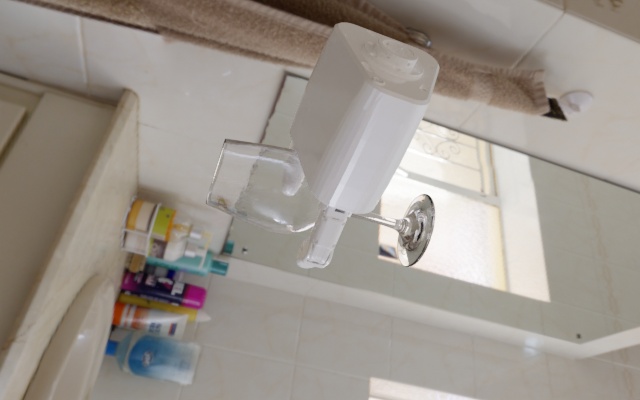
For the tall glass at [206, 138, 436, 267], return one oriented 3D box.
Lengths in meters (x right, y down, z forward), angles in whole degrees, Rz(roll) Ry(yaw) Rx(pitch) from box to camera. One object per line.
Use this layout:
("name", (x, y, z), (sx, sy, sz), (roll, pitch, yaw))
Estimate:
("tall glass", (0.001, 0.002, 0.445), (0.201, 0.079, 0.079), (16, -4, -12))
